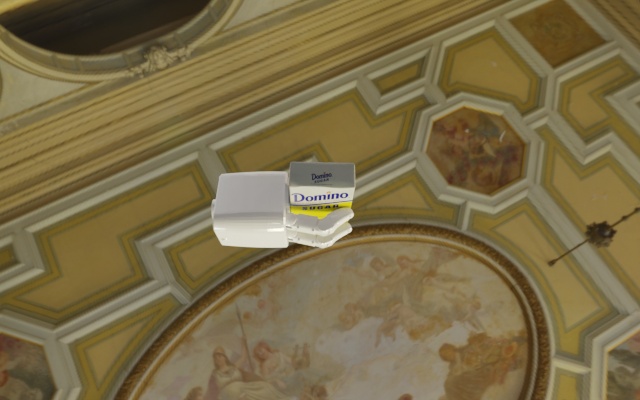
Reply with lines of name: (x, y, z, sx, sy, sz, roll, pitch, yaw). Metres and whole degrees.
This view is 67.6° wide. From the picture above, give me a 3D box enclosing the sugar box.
sugar box: (0.000, 0.003, 0.734, 0.093, 0.048, 0.176, 1, -24, -1)
